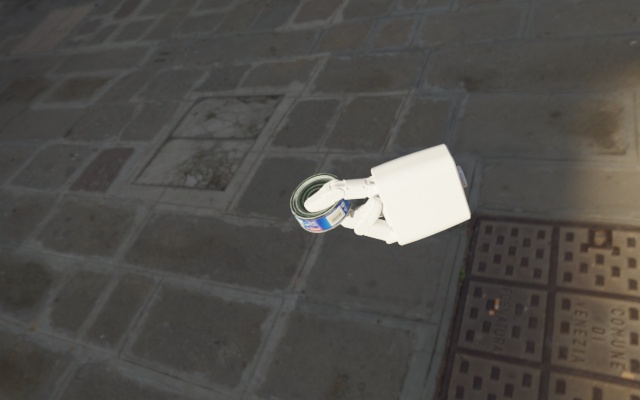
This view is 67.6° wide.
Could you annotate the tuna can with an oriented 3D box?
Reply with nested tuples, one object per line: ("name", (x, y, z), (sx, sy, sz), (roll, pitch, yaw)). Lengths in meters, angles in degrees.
("tuna can", (0.000, 0.002, 0.692), (0.086, 0.086, 0.034), (0, -37, 30))
